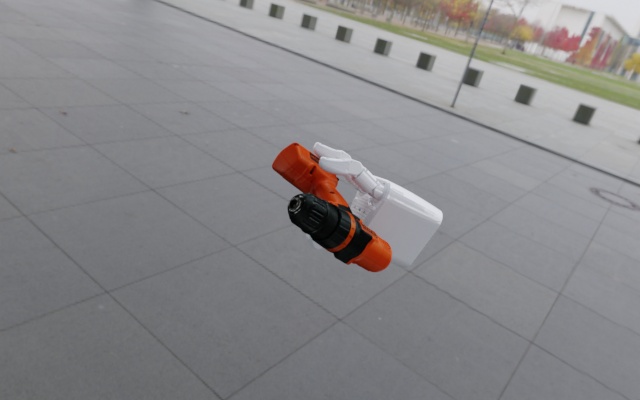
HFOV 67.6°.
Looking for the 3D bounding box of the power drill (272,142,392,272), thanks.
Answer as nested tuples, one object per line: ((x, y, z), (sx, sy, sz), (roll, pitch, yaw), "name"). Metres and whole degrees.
((0.000, 0.002, 0.629), (0.184, 0.057, 0.187), (37, 16, -43), "power drill")
